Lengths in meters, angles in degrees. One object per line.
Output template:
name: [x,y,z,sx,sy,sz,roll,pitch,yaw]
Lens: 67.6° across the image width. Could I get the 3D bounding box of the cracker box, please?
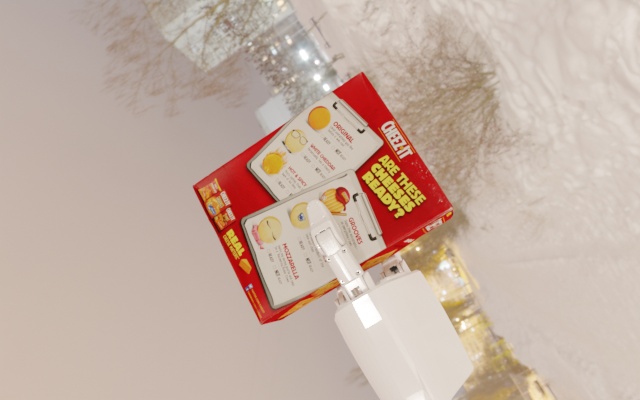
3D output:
cracker box: [0.000,0.002,0.490,0.214,0.164,0.072,-32,-16,9]
